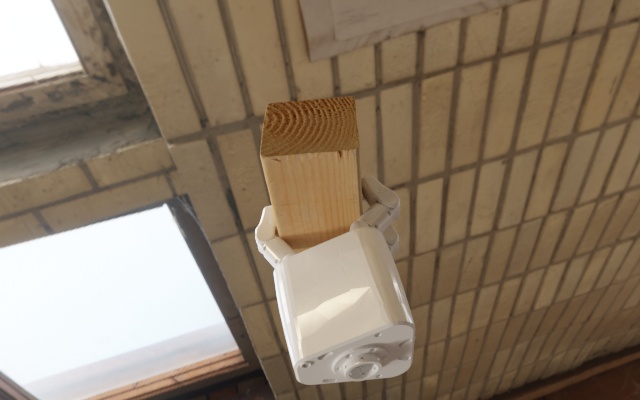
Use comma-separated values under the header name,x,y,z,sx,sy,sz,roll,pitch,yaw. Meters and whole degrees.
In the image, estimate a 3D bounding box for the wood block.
name,x,y,z,sx,sy,sz,roll,pitch,yaw
wood block,0.000,0.002,0.518,0.091,0.206,0.090,-4,44,3
